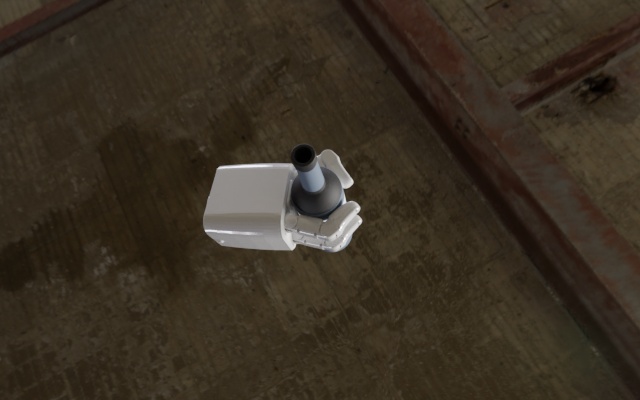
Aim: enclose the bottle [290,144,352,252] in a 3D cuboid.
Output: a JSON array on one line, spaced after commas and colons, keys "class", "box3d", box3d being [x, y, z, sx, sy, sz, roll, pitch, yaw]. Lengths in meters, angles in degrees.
[{"class": "bottle", "box3d": [0.000, 0.002, 0.640, 0.069, 0.069, 0.296, 0, -20, 8]}]
